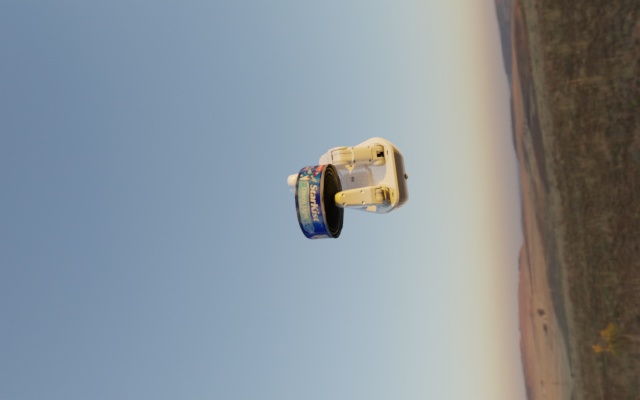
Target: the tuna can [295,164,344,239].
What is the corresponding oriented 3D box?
[{"bbox_3d":[0.000,0.002,0.548,0.034,0.086,0.086,-5,-1,17],"label":"tuna can"}]
